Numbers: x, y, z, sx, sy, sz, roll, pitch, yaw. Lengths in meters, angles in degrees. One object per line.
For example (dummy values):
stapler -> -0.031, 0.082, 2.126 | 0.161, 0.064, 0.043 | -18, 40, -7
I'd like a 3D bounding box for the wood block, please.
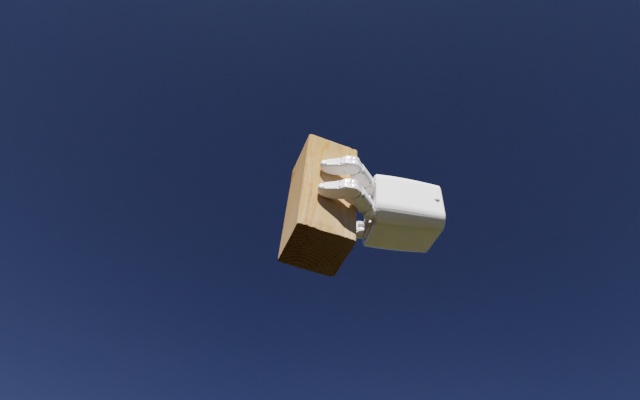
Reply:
wood block -> 0.000, 0.003, 0.746 | 0.090, 0.091, 0.206 | 18, 41, -11
